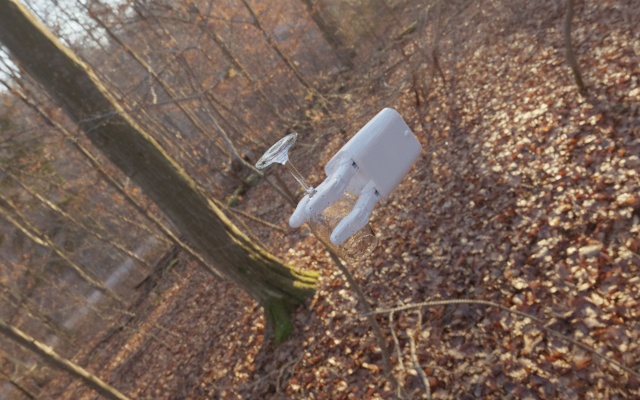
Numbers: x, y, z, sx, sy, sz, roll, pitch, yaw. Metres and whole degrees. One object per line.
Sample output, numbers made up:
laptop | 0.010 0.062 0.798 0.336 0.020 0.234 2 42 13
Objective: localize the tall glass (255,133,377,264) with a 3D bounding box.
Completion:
tall glass | 0.000 0.002 0.687 0.079 0.201 0.079 -35 20 15
